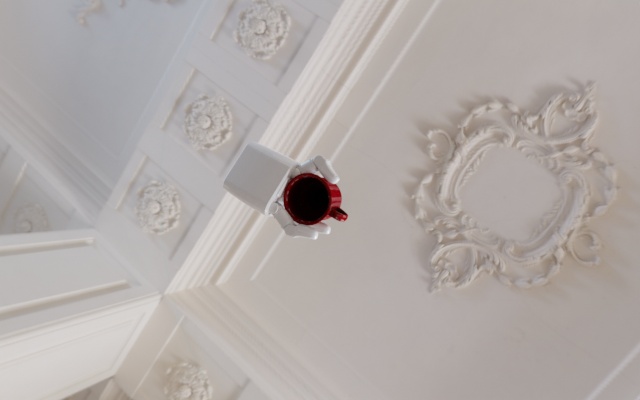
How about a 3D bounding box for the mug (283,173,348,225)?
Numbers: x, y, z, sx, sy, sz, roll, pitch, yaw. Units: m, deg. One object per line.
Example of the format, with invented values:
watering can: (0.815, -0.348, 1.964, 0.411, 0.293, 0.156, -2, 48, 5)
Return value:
mug: (0.001, 0.003, 0.874, 0.117, 0.093, 0.081, 30, 11, 17)
